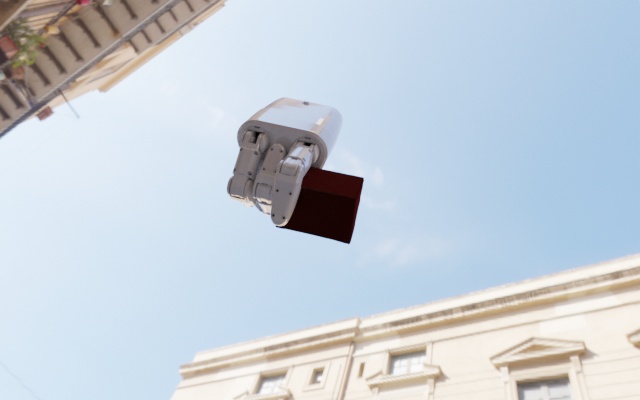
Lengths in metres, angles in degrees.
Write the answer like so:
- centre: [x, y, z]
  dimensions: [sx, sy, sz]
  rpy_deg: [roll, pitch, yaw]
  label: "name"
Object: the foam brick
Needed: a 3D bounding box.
- centre: [0.000, 0.002, 0.478]
  dimensions: [0.078, 0.053, 0.051]
  rpy_deg: [13, 28, 8]
  label: "foam brick"
